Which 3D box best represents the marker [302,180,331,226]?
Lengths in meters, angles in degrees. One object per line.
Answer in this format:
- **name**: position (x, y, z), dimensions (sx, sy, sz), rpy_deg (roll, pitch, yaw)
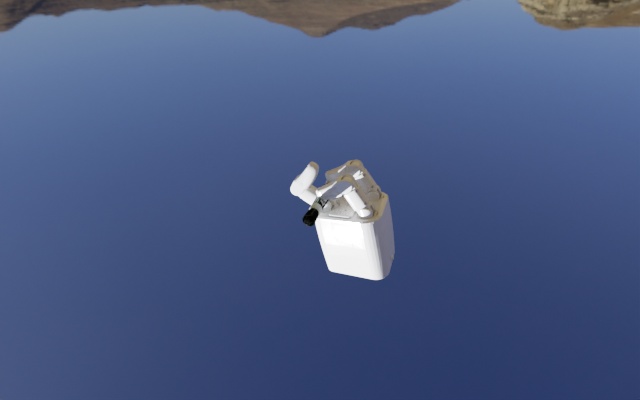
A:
- **marker**: position (0.000, 0.002, 0.701), dimensions (0.020, 0.020, 0.121), rpy_deg (0, 28, 19)
